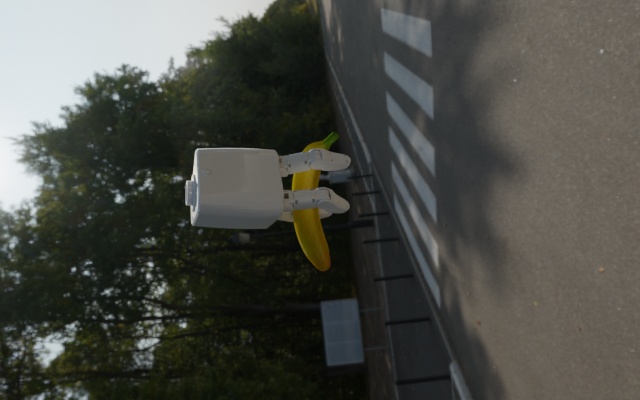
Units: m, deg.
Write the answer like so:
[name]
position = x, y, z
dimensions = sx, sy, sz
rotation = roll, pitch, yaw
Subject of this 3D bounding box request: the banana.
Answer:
[banana]
position = -0.012, 0.001, 0.677
dimensions = 0.037, 0.197, 0.069
rotation = 11, -13, -41
